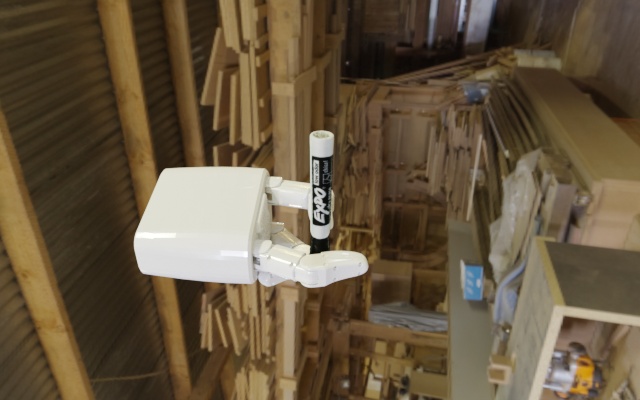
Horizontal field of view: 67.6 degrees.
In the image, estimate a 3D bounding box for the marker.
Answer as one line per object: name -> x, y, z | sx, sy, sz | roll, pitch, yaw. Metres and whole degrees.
marker -> 0.000, 0.001, 0.400 | 0.020, 0.121, 0.020 | 1, 30, 0
